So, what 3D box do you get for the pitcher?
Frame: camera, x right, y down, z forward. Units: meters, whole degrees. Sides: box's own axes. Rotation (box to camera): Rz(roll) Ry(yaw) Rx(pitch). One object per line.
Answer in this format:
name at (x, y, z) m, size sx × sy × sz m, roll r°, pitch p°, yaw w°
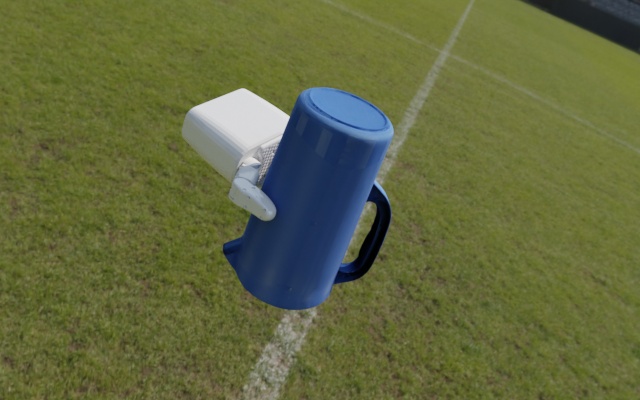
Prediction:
pitcher at (0.000, 0.002, 0.559) m, size 0.145 × 0.243 × 0.149 m, roll 38°, pitch 34°, yaw 23°
